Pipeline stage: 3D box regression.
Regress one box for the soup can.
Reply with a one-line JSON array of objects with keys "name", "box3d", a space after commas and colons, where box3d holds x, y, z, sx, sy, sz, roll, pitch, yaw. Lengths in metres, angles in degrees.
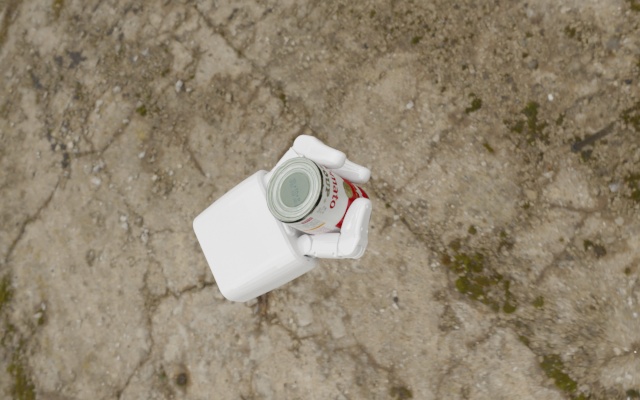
[{"name": "soup can", "box3d": [0.000, 0.001, 0.493, 0.068, 0.068, 0.102, 0, -15, 33]}]
